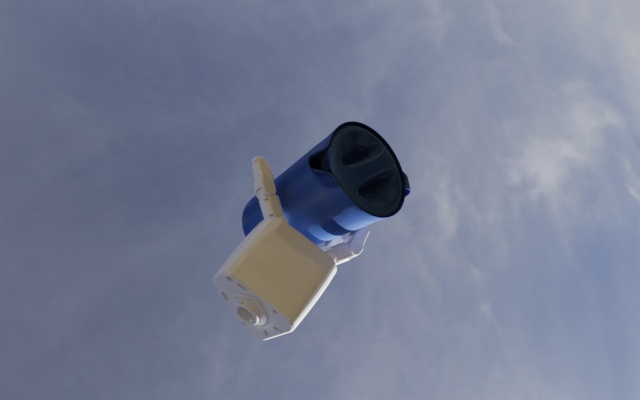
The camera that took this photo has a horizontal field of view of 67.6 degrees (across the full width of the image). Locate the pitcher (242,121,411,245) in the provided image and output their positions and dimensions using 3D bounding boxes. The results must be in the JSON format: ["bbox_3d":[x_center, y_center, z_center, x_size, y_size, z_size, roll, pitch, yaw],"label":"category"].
[{"bbox_3d":[0.000,0.002,0.688,0.243,0.149,0.145,-30,17,45],"label":"pitcher"}]
